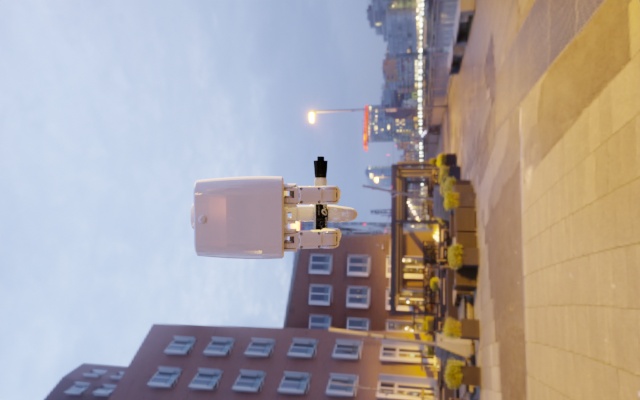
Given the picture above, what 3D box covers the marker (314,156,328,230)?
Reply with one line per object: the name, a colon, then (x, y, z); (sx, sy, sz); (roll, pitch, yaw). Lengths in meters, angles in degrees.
marker: (0.000, 0.002, 0.633); (0.020, 0.121, 0.020); (0, 2, 0)
